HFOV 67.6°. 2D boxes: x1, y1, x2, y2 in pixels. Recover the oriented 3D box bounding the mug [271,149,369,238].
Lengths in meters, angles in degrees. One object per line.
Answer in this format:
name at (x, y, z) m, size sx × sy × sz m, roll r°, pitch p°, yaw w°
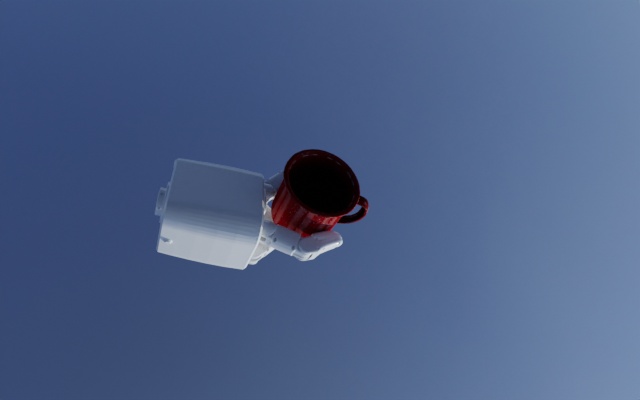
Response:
mug at (0.001, 0.002, 0.577) m, size 0.117 × 0.093 × 0.081 m, roll 12°, pitch -36°, yaw -16°
